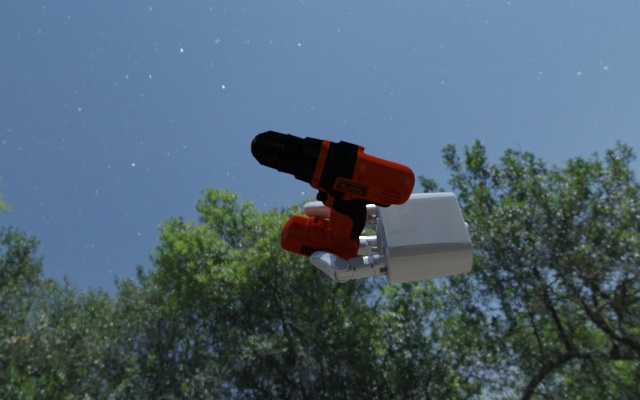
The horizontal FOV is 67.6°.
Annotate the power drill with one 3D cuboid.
[{"bbox_3d":[0.000,0.002,0.580,0.184,0.057,0.188,17,-36,-2],"label":"power drill"}]
